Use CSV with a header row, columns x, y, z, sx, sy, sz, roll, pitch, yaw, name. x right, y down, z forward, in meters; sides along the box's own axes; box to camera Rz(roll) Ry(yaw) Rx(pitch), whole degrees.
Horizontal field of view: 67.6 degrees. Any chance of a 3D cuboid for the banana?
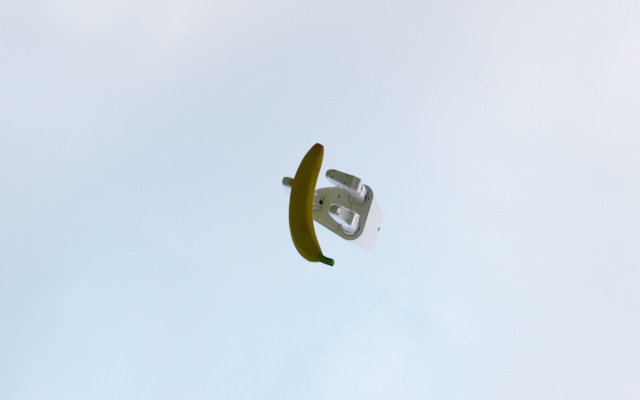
x,y,z,sx,sy,sz,roll,pitch,yaw,name
-0.017,0.010,0.706,0.069,0.197,0.037,-14,-24,18,banana
